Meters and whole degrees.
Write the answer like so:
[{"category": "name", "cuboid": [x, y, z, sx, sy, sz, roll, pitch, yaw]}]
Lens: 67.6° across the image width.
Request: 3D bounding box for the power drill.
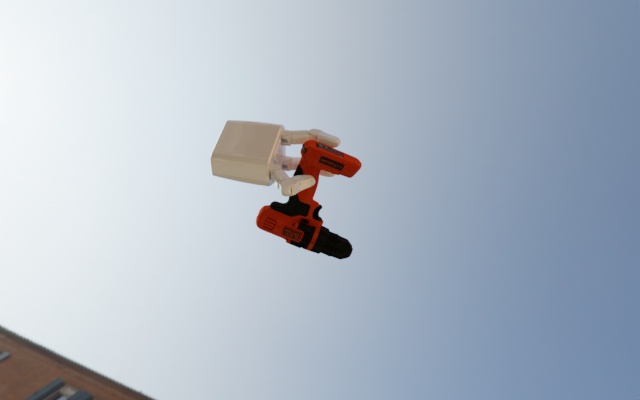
[{"category": "power drill", "cuboid": [0.000, 0.002, 0.838, 0.184, 0.188, 0.057, 22, 17, -10]}]
